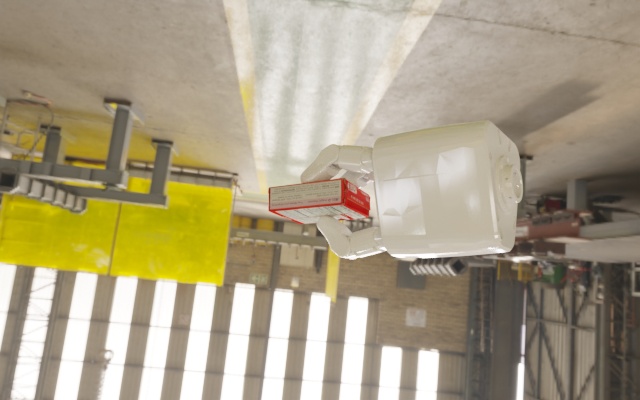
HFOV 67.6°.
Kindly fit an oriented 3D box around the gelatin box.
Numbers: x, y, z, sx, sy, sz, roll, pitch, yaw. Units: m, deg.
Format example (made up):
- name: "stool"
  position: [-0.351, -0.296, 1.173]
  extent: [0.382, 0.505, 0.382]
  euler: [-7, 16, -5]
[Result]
- name: "gelatin box"
  position: [0.000, 0.002, 0.511]
  extent: [0.089, 0.030, 0.073]
  euler: [-7, -15, 24]
